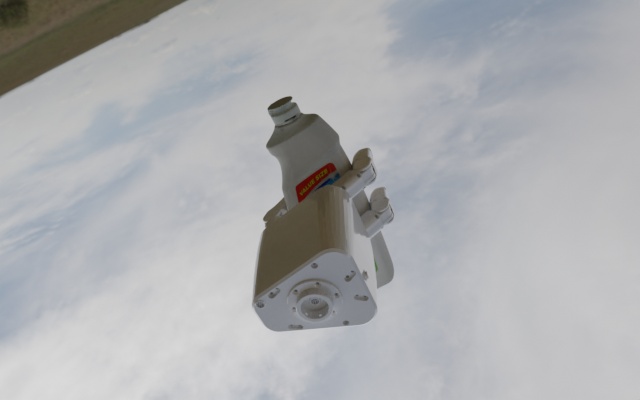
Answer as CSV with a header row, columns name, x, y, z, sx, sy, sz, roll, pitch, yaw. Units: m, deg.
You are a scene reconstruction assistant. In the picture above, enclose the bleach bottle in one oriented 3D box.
name,x,y,z,sx,sy,sz,roll,pitch,yaw
bleach bottle,0.000,0.002,0.551,0.102,0.251,0.068,-21,28,10
